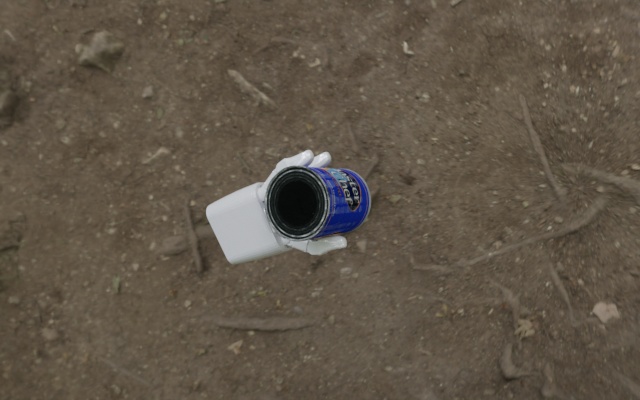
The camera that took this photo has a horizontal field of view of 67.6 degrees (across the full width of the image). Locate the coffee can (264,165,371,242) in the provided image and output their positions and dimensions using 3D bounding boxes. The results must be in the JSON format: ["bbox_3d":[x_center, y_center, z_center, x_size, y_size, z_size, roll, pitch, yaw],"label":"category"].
[{"bbox_3d":[0.000,0.002,0.697,0.103,0.103,0.140,0,1,28],"label":"coffee can"}]
